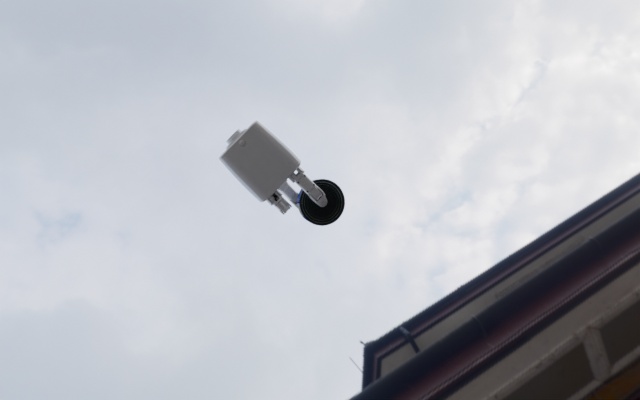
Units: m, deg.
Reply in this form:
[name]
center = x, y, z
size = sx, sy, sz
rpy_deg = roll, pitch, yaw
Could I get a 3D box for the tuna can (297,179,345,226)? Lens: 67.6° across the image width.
[tuna can]
center = 0.000, 0.003, 0.886
size = 0.086, 0.086, 0.034
rpy_deg = 0, 2, -12
